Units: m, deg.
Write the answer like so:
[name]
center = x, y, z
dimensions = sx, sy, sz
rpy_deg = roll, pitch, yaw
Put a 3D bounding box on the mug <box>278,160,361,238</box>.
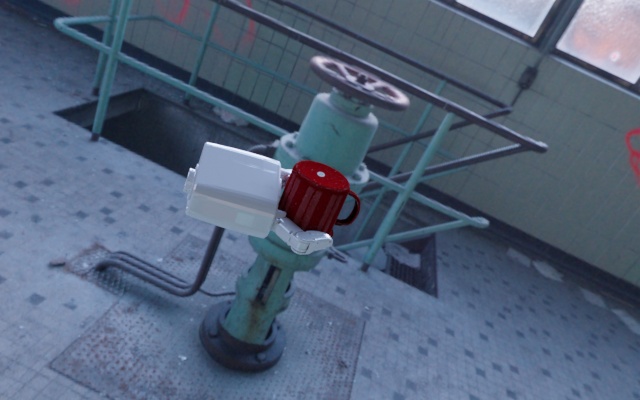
[mug]
center = 0.002, 0.002, 0.649
dimensions = 0.117, 0.081, 0.093
rpy_deg = 15, 27, -17
